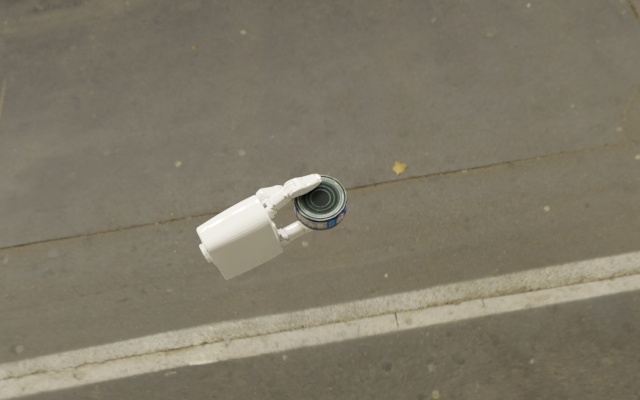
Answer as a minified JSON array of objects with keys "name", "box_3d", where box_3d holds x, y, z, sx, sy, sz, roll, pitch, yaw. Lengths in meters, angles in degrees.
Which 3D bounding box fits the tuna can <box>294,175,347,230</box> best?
[{"name":"tuna can","box_3d":[0.000,0.002,0.762,0.086,0.086,0.034,0,-29,1]}]
